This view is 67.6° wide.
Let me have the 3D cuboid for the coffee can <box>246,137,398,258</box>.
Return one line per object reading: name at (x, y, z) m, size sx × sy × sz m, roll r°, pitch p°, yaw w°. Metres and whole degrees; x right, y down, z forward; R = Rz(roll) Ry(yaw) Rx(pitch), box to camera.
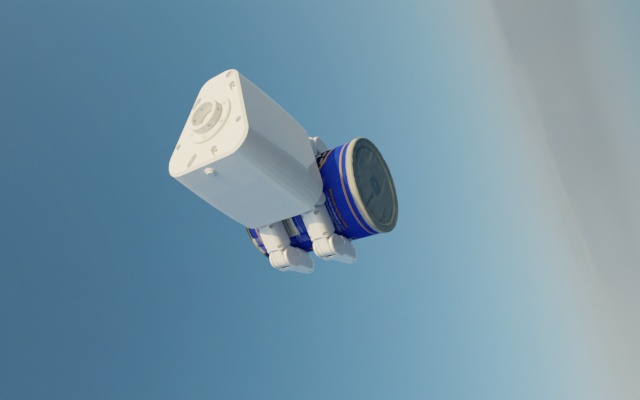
coffee can at (0.000, 0.002, 0.527) m, size 0.140 × 0.103 × 0.103 m, roll -18°, pitch -9°, yaw 29°
